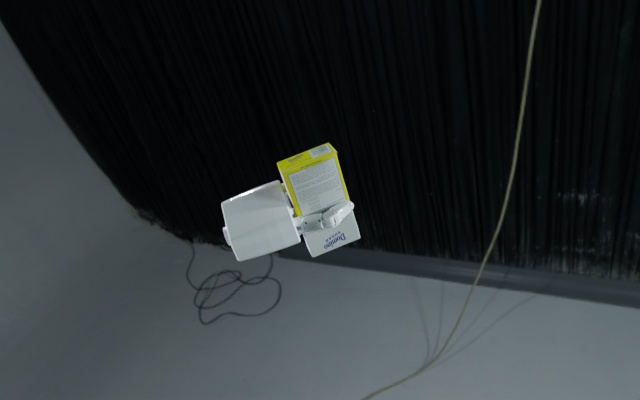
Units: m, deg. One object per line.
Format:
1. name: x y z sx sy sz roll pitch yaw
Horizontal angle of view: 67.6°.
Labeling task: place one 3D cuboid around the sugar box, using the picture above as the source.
1. sugar box: 0.000 0.002 0.791 0.093 0.176 0.048 -21 35 -6
